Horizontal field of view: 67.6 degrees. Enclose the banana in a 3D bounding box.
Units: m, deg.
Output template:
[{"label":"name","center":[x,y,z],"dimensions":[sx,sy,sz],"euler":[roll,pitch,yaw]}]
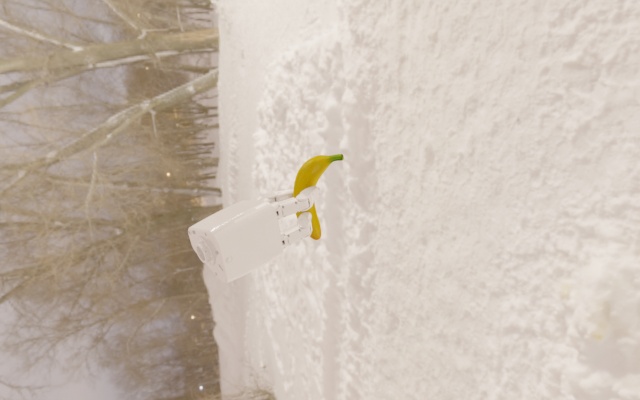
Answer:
[{"label":"banana","center":[-0.016,-0.008,0.827],"dimensions":[0.069,0.198,0.037],"euler":[25,43,11]}]
